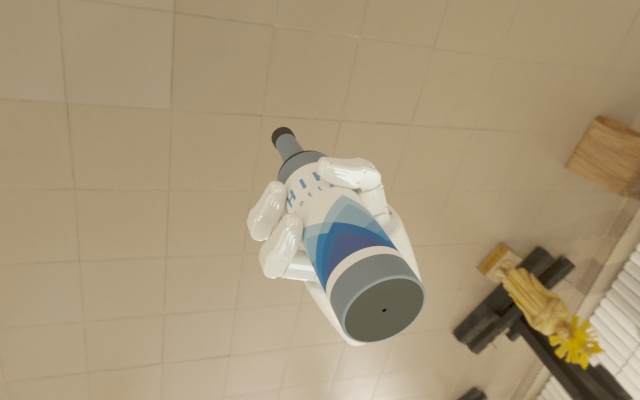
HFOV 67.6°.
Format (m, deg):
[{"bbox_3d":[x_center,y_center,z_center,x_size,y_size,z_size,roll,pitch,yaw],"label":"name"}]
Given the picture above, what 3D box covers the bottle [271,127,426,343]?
[{"bbox_3d":[0.000,0.002,0.457,0.069,0.069,0.295,0,32,-22],"label":"bottle"}]
